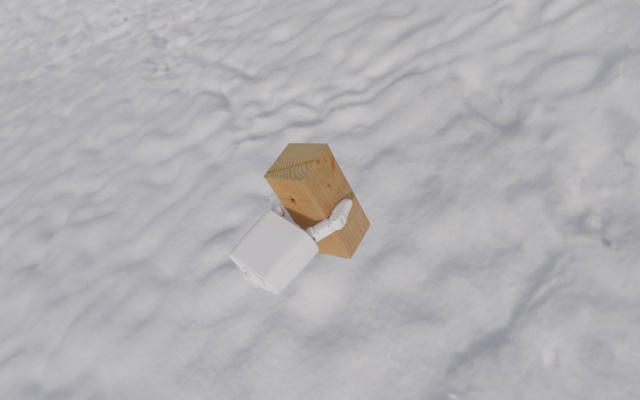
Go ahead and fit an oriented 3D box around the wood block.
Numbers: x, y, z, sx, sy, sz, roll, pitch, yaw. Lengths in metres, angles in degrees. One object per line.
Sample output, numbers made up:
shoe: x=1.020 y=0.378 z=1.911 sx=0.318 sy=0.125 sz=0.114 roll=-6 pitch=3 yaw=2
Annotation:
wood block: x=0.000 y=0.003 z=0.862 sx=0.091 sy=0.090 sz=0.206 roll=7 pitch=-38 yaw=39
